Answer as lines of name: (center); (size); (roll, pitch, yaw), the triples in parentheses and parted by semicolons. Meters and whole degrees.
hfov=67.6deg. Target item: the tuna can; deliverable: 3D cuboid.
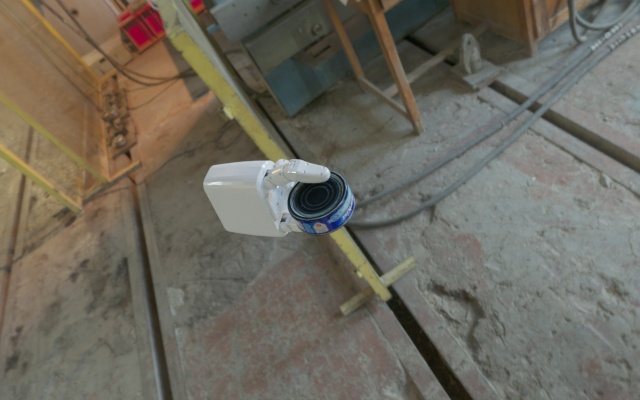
tuna can: (0.000, 0.002, 0.627); (0.086, 0.086, 0.034); (0, -38, 25)
